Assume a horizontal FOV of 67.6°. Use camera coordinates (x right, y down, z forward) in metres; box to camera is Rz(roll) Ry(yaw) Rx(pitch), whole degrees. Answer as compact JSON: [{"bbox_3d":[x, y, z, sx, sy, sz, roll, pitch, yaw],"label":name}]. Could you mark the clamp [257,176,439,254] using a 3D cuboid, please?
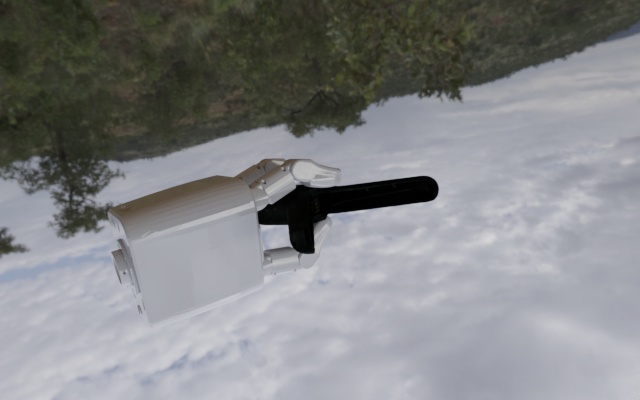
[{"bbox_3d":[0.000,0.002,0.480,0.164,0.036,0.210,-17,14,-29],"label":"clamp"}]
